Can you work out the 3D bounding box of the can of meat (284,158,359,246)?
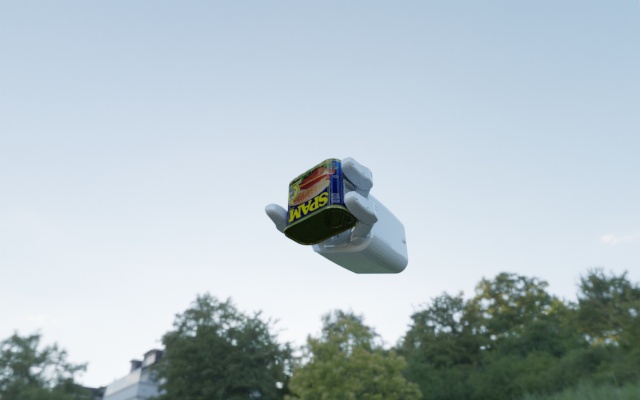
[{"bbox_3d":[0.000,0.002,0.648,0.102,0.084,0.057,-27,-44,33],"label":"can of meat"}]
